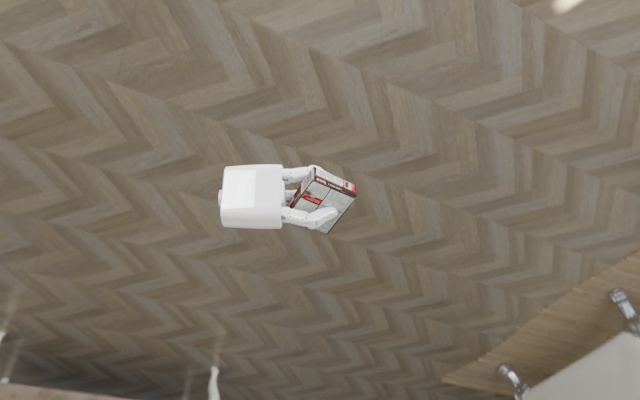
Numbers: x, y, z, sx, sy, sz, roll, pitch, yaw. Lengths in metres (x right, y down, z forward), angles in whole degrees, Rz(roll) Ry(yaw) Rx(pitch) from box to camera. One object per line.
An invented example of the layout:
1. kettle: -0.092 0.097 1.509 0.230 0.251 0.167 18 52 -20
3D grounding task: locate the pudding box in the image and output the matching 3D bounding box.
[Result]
1. pudding box: 0.000 0.003 0.863 0.090 0.039 0.113 22 -48 -18
